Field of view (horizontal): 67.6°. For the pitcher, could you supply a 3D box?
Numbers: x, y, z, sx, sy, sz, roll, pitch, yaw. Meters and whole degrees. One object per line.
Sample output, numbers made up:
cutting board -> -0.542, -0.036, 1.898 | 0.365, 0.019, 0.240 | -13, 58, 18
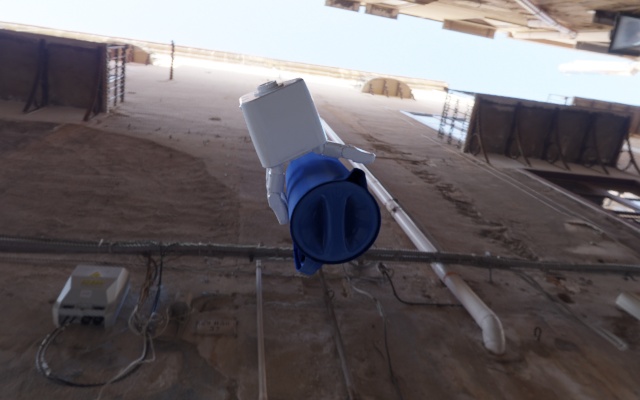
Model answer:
pitcher -> 0.000, 0.002, 0.789 | 0.149, 0.145, 0.242 | -22, 22, -1
